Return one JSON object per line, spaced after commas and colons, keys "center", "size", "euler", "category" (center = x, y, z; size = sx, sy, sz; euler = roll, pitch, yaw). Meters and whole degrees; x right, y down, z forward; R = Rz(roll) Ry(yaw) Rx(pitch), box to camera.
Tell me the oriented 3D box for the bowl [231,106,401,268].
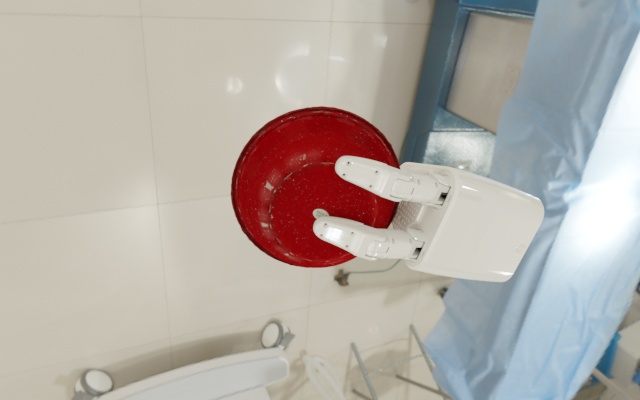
{"center": [-0.001, 0.001, 0.425], "size": [0.162, 0.162, 0.055], "euler": [0, 22, -6], "category": "bowl"}
